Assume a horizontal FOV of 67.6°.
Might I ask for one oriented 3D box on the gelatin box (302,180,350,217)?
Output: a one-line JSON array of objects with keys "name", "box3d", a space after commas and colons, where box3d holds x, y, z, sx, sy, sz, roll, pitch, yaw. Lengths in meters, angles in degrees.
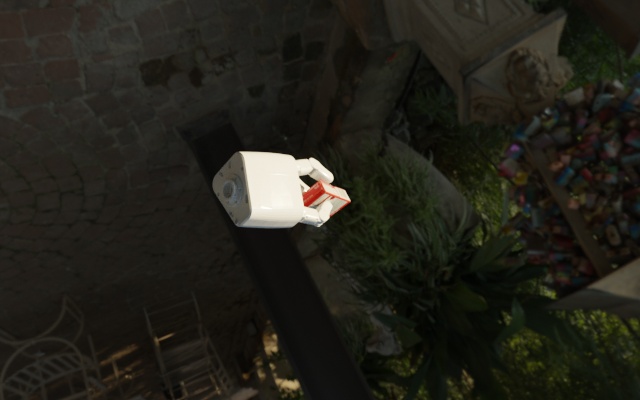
[{"name": "gelatin box", "box3d": [0.001, 0.003, 0.867, 0.073, 0.030, 0.089, -37, -29, 22]}]
